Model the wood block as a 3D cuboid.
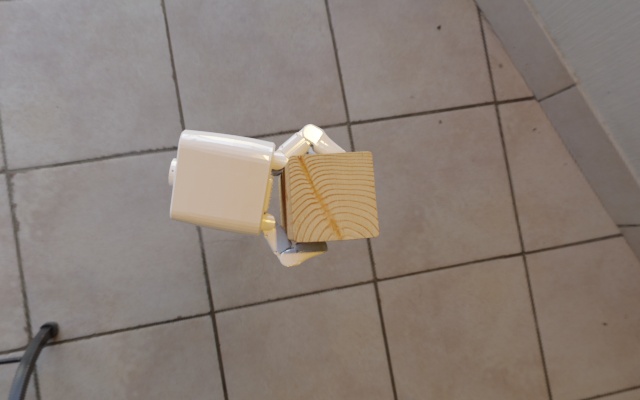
[{"bbox_3d":[0.000,0.002,0.585,0.090,0.091,0.206,-4,-2,-8],"label":"wood block"}]
